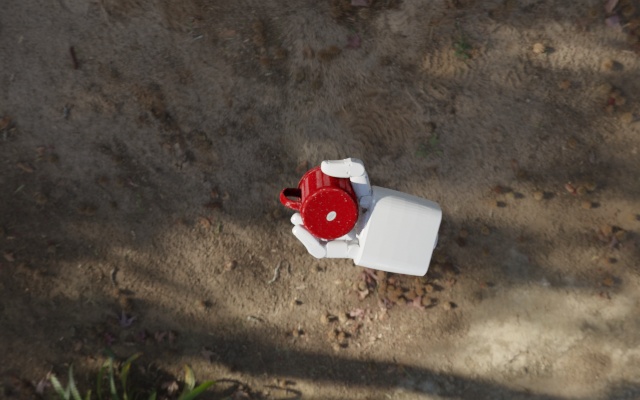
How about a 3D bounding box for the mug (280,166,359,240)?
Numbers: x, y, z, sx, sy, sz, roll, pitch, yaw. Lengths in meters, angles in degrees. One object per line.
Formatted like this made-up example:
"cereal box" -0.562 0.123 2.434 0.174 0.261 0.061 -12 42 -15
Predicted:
"mug" -0.001 0.002 0.689 0.117 0.093 0.081 11 21 -7
